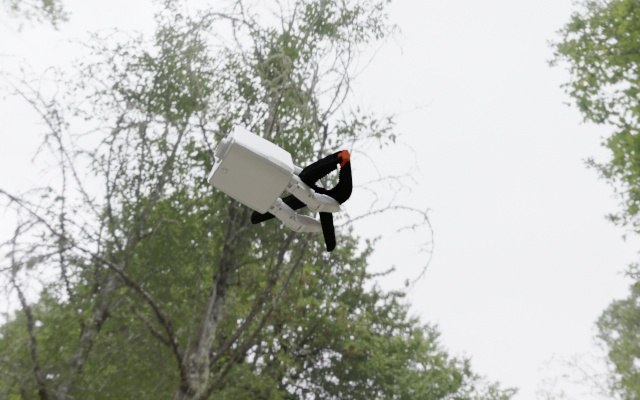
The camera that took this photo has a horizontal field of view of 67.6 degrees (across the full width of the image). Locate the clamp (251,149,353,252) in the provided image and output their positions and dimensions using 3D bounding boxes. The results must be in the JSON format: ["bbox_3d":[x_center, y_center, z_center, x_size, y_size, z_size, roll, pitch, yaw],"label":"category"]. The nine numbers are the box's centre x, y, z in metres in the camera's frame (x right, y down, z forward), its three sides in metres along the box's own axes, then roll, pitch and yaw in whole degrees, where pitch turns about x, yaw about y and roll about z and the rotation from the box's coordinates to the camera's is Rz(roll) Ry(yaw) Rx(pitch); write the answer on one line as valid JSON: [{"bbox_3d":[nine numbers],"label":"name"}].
[{"bbox_3d":[0.000,0.002,0.810,0.164,0.036,0.210,28,-55,-22],"label":"clamp"}]
